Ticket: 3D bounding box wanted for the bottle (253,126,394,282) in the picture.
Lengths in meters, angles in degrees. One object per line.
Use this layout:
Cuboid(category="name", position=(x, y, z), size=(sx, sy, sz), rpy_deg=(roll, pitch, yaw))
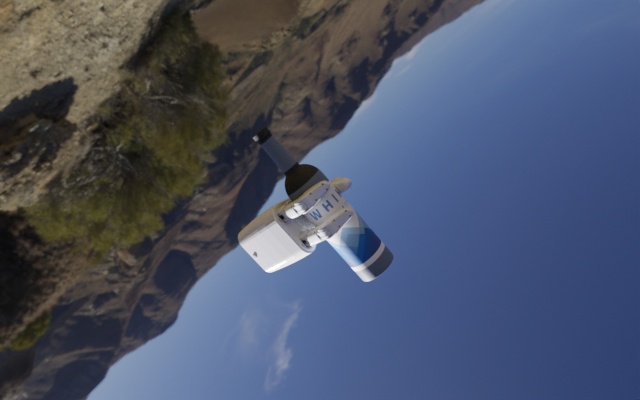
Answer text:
Cuboid(category="bottle", position=(0.000, 0.003, 0.765), size=(0.069, 0.296, 0.069), rpy_deg=(-39, 11, 9))
